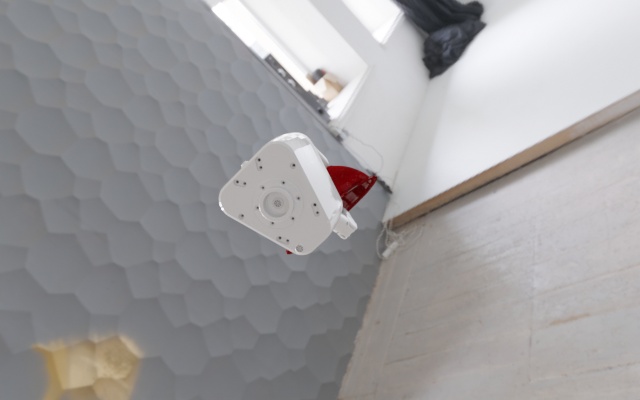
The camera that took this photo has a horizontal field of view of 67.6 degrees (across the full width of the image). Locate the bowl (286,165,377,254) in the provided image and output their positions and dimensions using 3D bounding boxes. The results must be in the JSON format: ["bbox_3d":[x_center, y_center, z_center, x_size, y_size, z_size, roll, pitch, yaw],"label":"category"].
[{"bbox_3d":[0.000,0.002,0.658,0.162,0.055,0.162,-39,-10,-8],"label":"bowl"}]
